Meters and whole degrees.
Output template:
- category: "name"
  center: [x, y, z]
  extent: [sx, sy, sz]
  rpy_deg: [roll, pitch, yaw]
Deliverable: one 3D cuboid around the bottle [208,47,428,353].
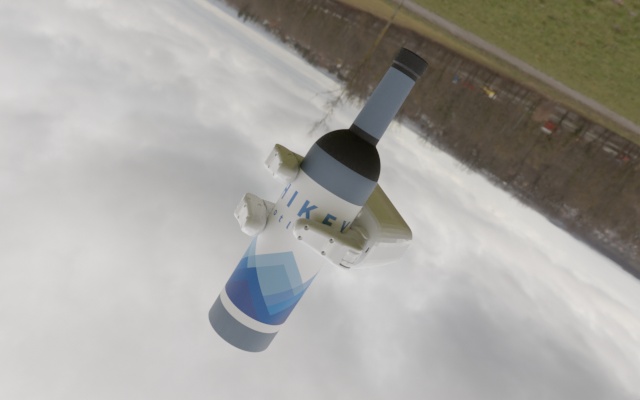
- category: "bottle"
  center: [0.000, 0.002, 0.426]
  extent: [0.069, 0.296, 0.069]
  rpy_deg: [31, 13, -8]
